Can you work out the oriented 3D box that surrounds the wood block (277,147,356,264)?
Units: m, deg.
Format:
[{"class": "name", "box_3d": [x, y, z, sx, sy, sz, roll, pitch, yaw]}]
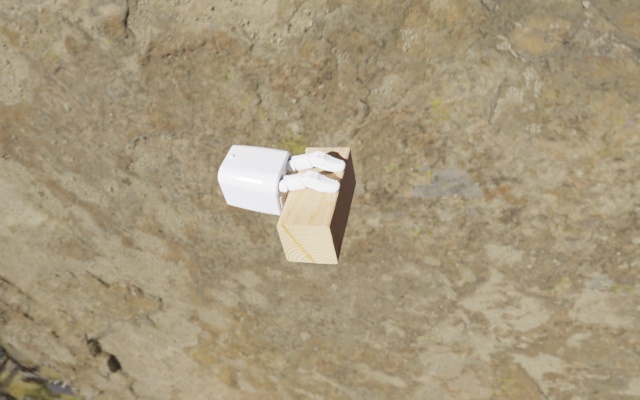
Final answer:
[{"class": "wood block", "box_3d": [0.000, 0.003, 0.841, 0.090, 0.091, 0.206, 1, 43, 15]}]
